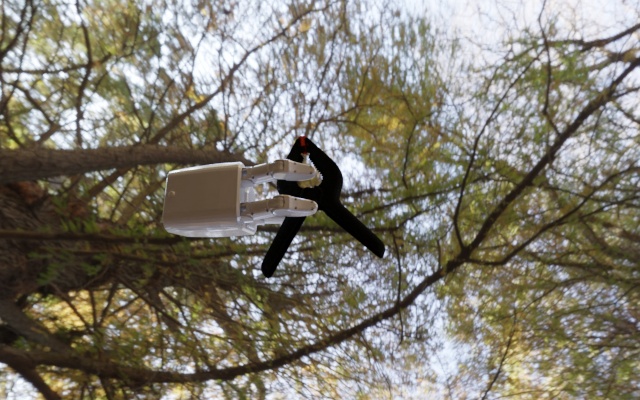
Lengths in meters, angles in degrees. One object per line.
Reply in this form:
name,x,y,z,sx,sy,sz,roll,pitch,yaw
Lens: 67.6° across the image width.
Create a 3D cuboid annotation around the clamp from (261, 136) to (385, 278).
clamp,0.000,0.002,0.667,0.164,0.210,0.036,-3,-27,2
